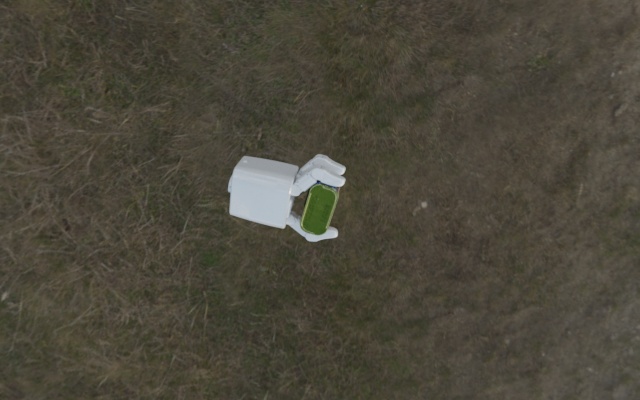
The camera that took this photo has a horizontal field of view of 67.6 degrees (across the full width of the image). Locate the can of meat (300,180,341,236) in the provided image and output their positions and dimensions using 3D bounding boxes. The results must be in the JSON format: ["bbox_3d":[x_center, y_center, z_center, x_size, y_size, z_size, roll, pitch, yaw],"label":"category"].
[{"bbox_3d":[0.000,0.003,0.867,0.057,0.102,0.084,17,23,-1],"label":"can of meat"}]
